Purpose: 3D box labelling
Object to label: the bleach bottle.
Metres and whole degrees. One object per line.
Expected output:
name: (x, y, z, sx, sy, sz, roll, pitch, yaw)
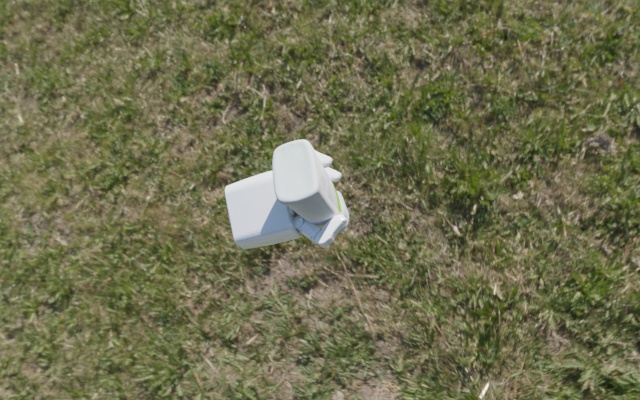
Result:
bleach bottle: (0.000, 0.002, 0.781, 0.068, 0.102, 0.251, -15, -27, 13)
